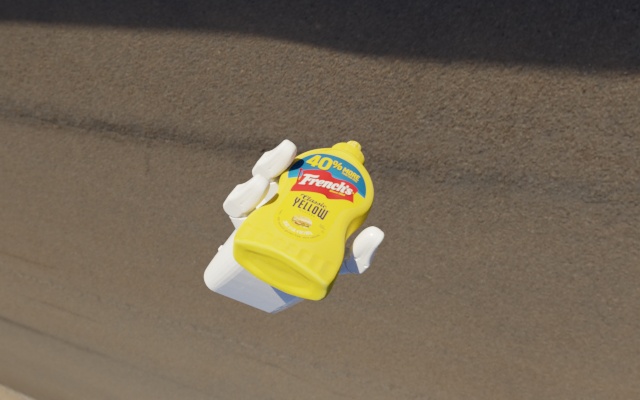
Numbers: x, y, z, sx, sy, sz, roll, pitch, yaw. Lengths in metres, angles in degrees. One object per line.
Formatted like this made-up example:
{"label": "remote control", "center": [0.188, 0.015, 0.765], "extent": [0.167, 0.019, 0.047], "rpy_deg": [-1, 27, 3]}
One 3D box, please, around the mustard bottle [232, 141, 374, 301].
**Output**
{"label": "mustard bottle", "center": [0.000, 0.002, 0.473], "extent": [0.096, 0.058, 0.191], "rpy_deg": [23, 48, 9]}
